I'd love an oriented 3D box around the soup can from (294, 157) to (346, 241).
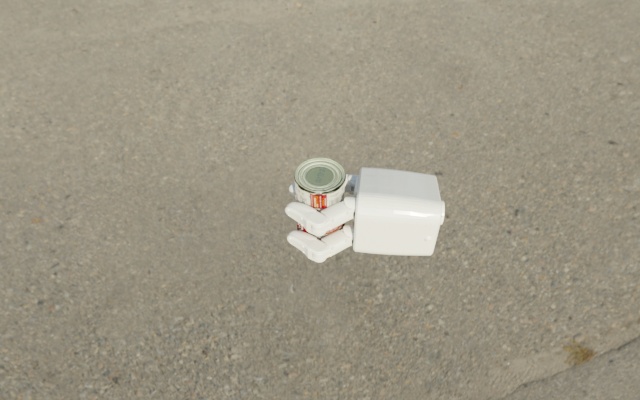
[{"bbox_3d":[0.000,0.002,0.637,0.068,0.068,0.102,0,-44,1],"label":"soup can"}]
